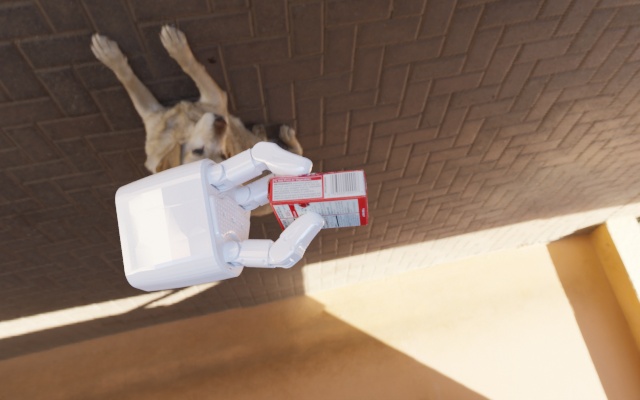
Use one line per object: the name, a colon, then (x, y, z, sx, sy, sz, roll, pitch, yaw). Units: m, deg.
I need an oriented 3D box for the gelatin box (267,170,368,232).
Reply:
gelatin box: (0.000, 0.002, 0.455, 0.089, 0.030, 0.073, -4, -24, 5)
